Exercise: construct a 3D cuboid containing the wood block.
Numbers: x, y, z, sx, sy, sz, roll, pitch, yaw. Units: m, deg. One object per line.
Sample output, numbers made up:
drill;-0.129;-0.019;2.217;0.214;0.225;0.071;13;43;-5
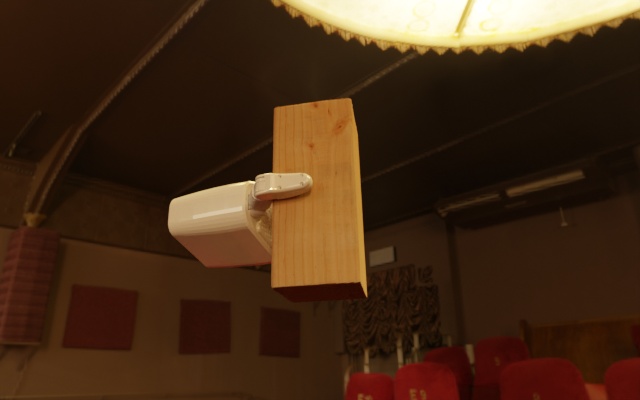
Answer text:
wood block;0.000;0.002;0.534;0.090;0.206;0.091;-5;-21;9
